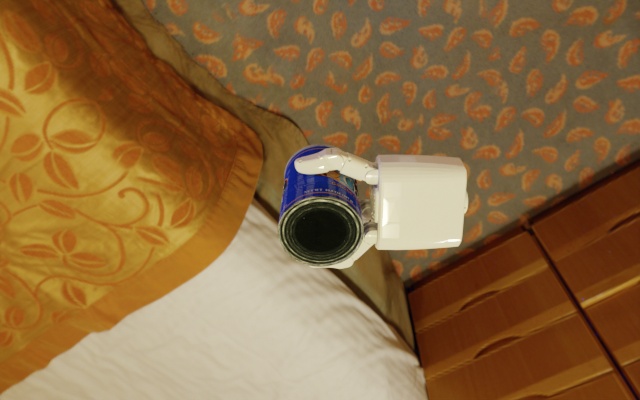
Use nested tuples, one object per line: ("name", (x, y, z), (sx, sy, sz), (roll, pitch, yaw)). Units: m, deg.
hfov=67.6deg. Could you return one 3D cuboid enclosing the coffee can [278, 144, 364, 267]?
("coffee can", (0.000, 0.002, 0.621), (0.103, 0.103, 0.140), (0, 32, 0))
